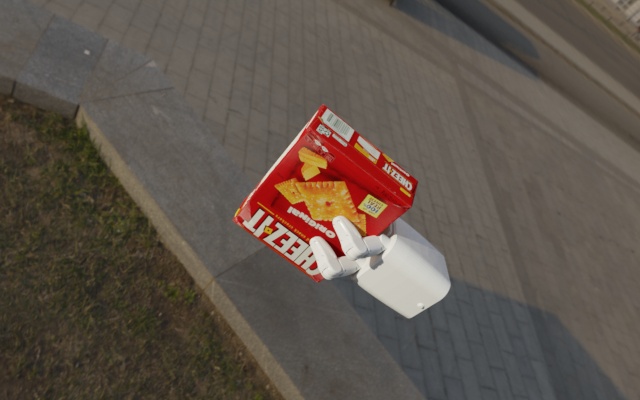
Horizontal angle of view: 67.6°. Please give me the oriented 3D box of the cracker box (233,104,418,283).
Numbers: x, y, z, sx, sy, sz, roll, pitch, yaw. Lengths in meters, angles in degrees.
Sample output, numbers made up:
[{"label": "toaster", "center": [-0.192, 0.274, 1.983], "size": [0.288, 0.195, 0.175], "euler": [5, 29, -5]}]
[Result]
[{"label": "cracker box", "center": [0.000, 0.002, 0.659], "size": [0.214, 0.164, 0.072], "euler": [-45, 11, 38]}]
